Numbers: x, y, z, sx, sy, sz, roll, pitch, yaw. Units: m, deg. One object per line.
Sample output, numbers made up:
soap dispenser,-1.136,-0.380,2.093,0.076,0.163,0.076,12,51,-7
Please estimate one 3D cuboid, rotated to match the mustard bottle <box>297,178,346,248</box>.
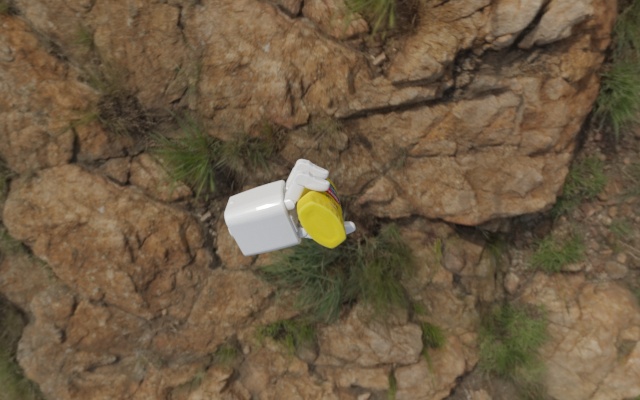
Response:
mustard bottle,0.000,0.003,0.855,0.058,0.096,0.191,-39,20,14
